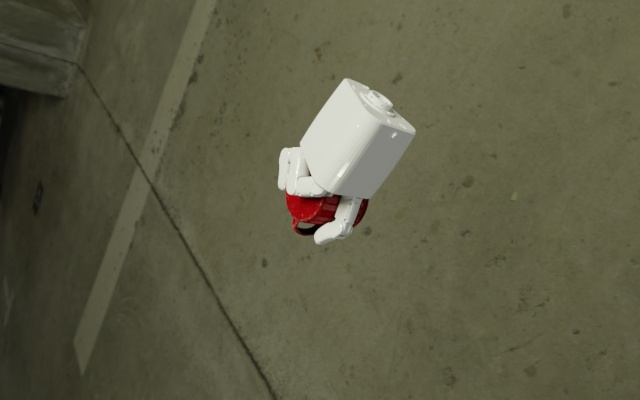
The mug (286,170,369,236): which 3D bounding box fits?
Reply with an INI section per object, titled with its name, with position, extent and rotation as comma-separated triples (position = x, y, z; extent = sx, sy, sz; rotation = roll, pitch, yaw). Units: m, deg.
[mug]
position = -0.001, 0.003, 0.668
extent = 0.081, 0.117, 0.093
rotation = 9, 35, -43
